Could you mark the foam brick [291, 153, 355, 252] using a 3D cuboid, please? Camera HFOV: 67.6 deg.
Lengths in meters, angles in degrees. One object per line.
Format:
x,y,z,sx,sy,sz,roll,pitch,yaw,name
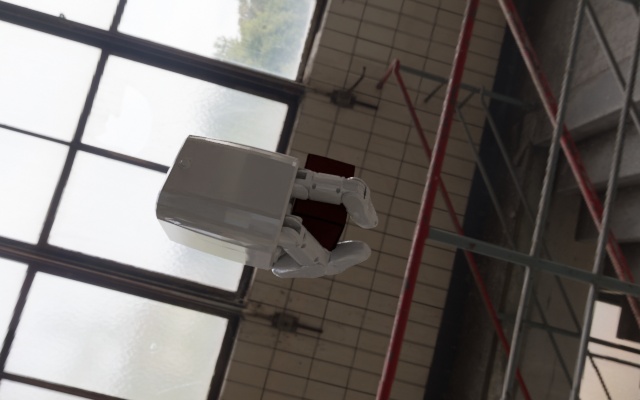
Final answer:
0.000,0.001,0.477,0.051,0.078,0.053,15,-38,-3,foam brick
